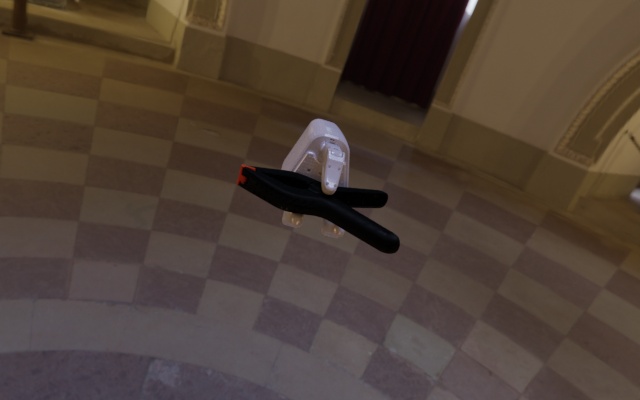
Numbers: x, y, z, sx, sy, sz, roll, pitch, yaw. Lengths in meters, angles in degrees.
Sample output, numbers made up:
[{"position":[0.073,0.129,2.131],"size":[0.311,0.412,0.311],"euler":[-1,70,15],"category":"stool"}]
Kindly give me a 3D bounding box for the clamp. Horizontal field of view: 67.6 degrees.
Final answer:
[{"position":[0.000,0.001,0.591],"size":[0.210,0.036,0.164],"euler":[15,19,-10],"category":"clamp"}]
